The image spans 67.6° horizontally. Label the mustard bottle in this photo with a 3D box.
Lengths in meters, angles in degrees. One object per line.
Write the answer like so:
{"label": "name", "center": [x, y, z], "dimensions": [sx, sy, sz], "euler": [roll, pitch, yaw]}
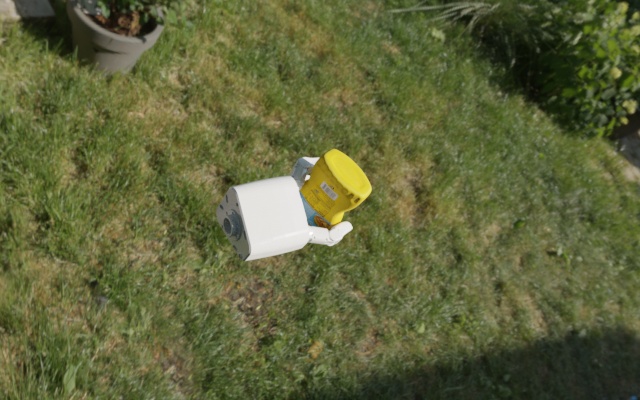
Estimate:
{"label": "mustard bottle", "center": [0.000, 0.002, 0.810], "dimensions": [0.058, 0.096, 0.192], "euler": [-42, -3, -42]}
